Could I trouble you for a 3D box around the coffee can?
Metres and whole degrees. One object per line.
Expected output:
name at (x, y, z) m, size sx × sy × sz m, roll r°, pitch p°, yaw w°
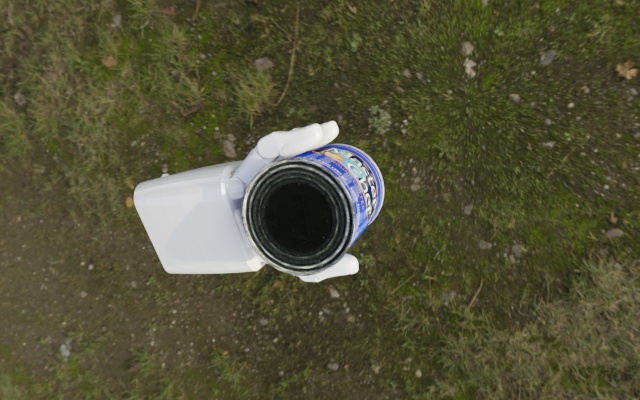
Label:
coffee can at (0.000, 0.002, 0.468) m, size 0.103 × 0.103 × 0.140 m, roll 0°, pitch 11°, yaw 17°
